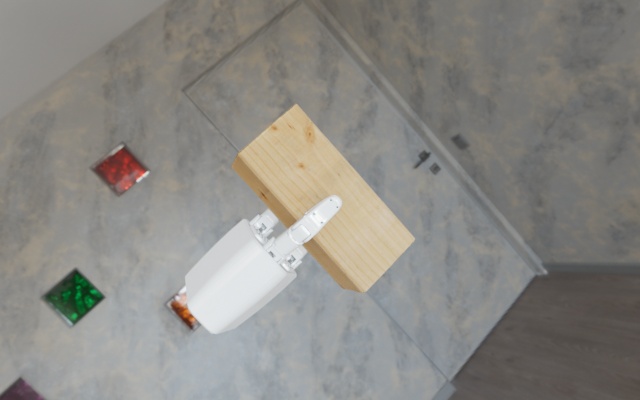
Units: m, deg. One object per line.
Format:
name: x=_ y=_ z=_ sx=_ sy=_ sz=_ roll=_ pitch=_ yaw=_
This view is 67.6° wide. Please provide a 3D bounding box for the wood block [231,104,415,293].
wood block: x=0.000 y=0.002 z=0.567 sx=0.090 sy=0.206 sz=0.091 roll=-44 pitch=6 yaw=-15
